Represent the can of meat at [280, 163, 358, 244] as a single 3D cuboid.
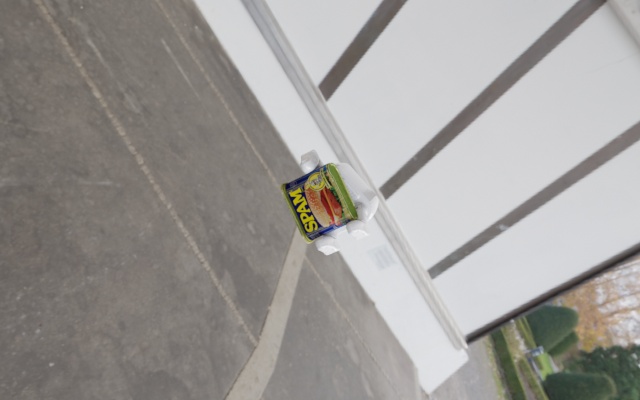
[{"bbox_3d":[0.000,0.002,0.734,0.084,0.102,0.057,-25,0,16],"label":"can of meat"}]
